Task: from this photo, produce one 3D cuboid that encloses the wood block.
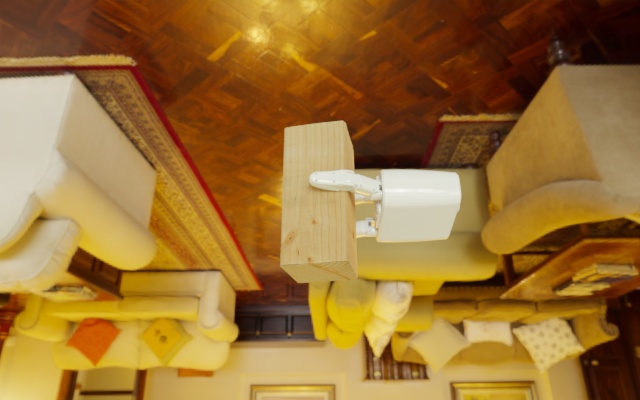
[{"bbox_3d":[0.000,0.002,0.674,0.090,0.206,0.091,-5,-25,11],"label":"wood block"}]
